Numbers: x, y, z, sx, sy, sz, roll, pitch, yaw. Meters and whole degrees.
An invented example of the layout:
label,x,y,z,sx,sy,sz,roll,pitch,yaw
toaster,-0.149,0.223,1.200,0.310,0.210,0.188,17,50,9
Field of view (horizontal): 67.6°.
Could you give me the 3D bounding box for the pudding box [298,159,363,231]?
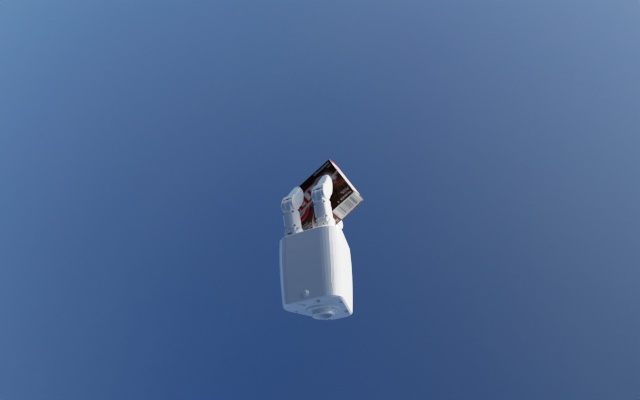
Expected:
label,x,y,z,sx,sy,sz,roll,pitch,yaw
pudding box,0.000,0.003,0.766,0.039,0.113,0.090,43,9,-48
